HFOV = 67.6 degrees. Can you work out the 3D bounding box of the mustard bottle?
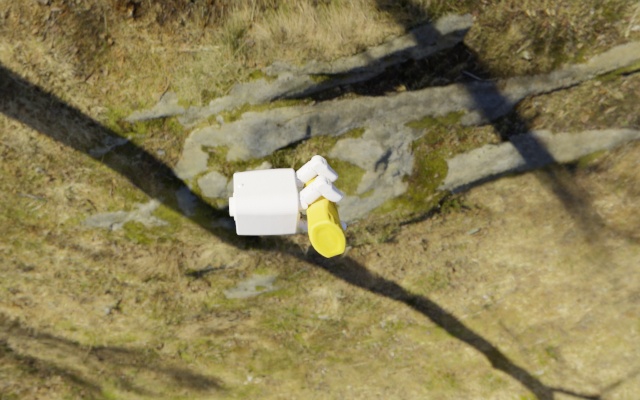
[{"bbox_3d":[0.001,0.003,0.863,0.058,0.191,0.096,-21,-47,9],"label":"mustard bottle"}]
